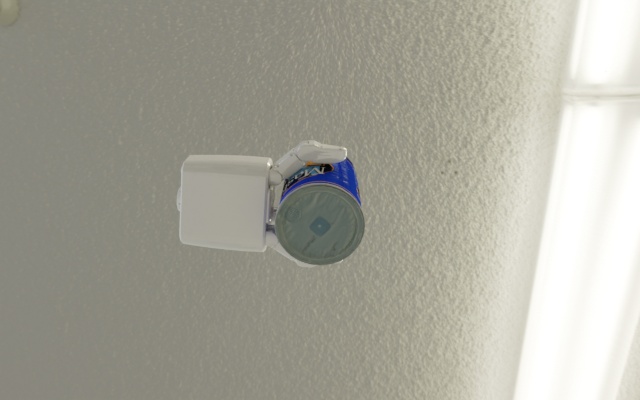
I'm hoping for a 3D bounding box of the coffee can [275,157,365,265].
[{"bbox_3d":[0.000,0.002,0.603,0.103,0.103,0.140,0,24,1],"label":"coffee can"}]
